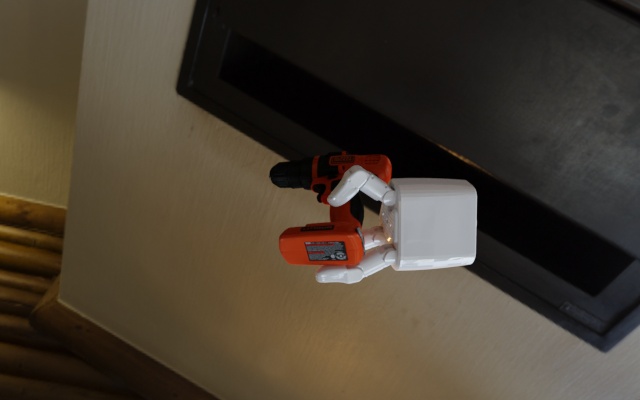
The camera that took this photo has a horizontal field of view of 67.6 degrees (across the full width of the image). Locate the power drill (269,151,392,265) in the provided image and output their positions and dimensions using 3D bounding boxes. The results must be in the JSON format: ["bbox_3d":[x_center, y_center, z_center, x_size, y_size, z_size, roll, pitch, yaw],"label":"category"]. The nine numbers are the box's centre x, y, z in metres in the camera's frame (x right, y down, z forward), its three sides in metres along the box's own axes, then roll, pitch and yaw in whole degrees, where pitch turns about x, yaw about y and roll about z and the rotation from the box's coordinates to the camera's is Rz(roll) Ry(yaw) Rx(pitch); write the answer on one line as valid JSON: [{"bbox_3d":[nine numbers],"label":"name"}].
[{"bbox_3d":[0.000,0.002,0.656,0.184,0.057,0.187,-3,41,16],"label":"power drill"}]
